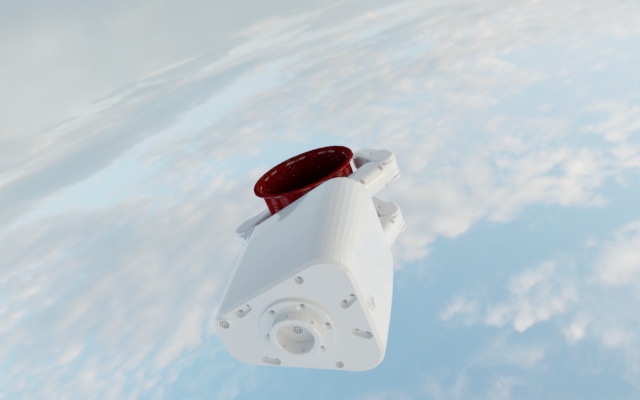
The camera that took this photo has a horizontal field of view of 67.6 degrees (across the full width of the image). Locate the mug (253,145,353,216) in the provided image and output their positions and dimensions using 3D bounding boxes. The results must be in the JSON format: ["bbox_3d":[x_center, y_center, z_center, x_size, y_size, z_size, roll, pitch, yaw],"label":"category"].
[{"bbox_3d":[0.000,0.001,0.444,0.093,0.081,0.117,-15,24,18],"label":"mug"}]
